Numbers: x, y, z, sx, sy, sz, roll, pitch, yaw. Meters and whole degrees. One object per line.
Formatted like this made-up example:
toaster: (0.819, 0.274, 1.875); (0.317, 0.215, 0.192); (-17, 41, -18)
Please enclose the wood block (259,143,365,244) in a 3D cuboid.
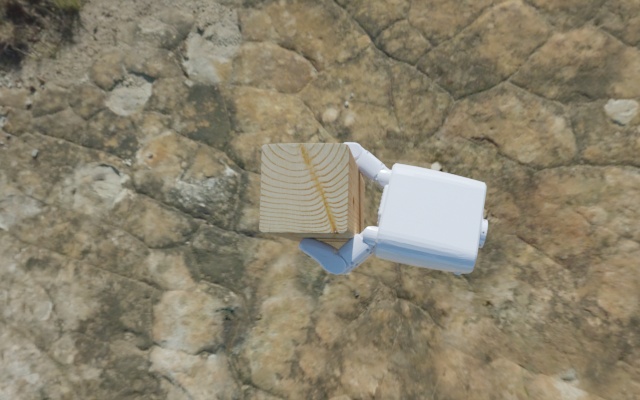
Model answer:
wood block: (0.000, 0.002, 0.564); (0.090, 0.091, 0.206); (0, -8, 9)
